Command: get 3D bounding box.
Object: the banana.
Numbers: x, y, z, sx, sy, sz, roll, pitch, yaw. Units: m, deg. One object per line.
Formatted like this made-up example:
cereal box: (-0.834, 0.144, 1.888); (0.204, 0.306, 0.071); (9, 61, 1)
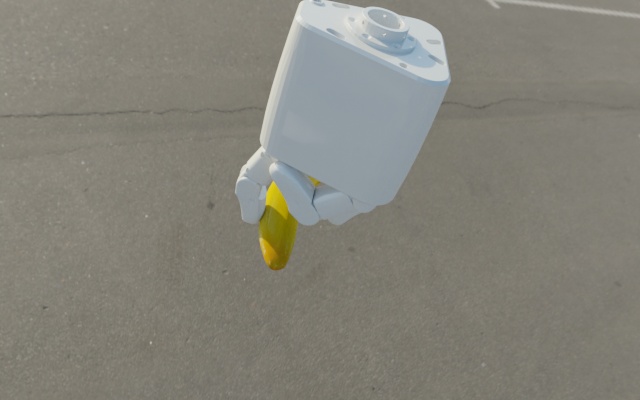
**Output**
banana: (-0.014, -0.010, 0.479); (0.069, 0.037, 0.197); (33, 44, 12)
